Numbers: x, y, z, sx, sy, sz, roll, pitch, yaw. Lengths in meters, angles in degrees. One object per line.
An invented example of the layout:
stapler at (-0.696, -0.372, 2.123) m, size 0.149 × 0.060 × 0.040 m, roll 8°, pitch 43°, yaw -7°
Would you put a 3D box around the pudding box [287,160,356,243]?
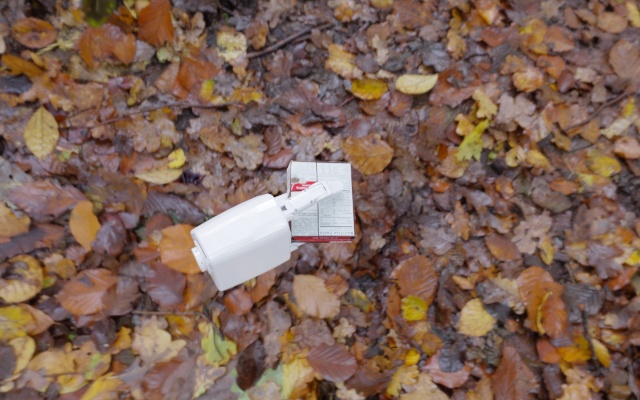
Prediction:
pudding box at (0.000, 0.002, 0.659) m, size 0.090 × 0.113 × 0.039 m, roll 1°, pitch -17°, yaw -9°
